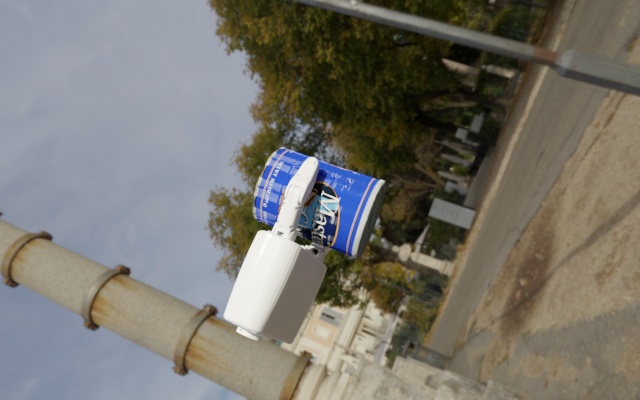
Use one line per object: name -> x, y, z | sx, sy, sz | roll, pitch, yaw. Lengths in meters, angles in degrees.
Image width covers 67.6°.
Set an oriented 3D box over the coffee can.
coffee can -> 0.000, 0.002, 0.605 | 0.140, 0.103, 0.103 | 20, 5, 13
